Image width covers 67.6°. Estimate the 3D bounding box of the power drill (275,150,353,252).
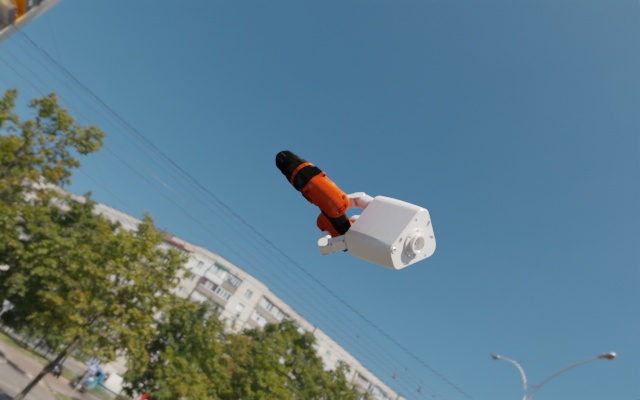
[{"bbox_3d":[0.000,0.003,0.880,0.184,0.057,0.188,43,-9,38],"label":"power drill"}]
